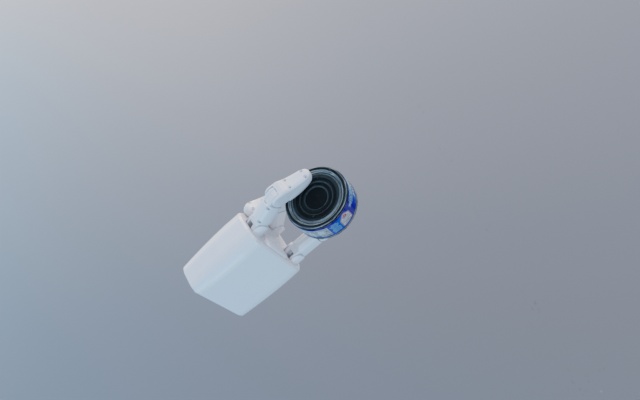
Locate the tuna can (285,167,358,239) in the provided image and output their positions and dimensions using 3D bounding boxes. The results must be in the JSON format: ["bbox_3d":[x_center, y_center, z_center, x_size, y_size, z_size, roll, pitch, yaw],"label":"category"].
[{"bbox_3d":[0.000,0.002,0.588,0.086,0.086,0.034,0,-23,26],"label":"tuna can"}]
